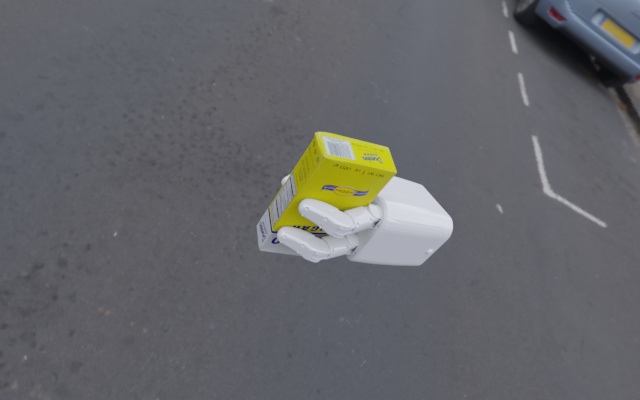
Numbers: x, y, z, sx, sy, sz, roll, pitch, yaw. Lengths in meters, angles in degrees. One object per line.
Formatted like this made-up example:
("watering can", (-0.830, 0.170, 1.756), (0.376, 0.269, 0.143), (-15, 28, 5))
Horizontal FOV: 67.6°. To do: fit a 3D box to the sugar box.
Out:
("sugar box", (0.000, 0.002, 0.556), (0.093, 0.048, 0.176), (10, -44, -26))
